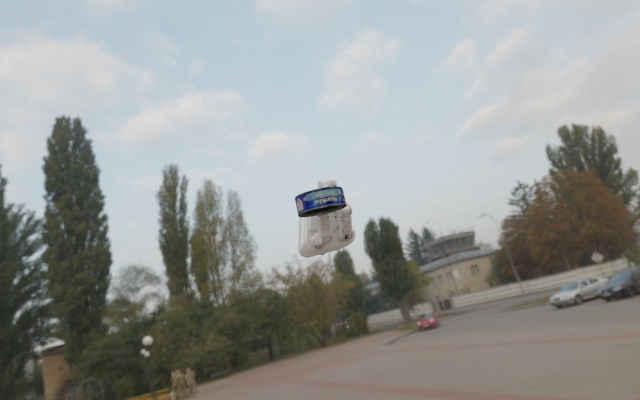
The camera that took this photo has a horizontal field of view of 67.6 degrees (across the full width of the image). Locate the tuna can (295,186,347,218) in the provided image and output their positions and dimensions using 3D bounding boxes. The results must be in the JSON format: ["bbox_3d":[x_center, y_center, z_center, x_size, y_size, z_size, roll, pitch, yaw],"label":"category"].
[{"bbox_3d":[0.000,0.002,0.814,0.086,0.033,0.086,-12,-9,-2],"label":"tuna can"}]
